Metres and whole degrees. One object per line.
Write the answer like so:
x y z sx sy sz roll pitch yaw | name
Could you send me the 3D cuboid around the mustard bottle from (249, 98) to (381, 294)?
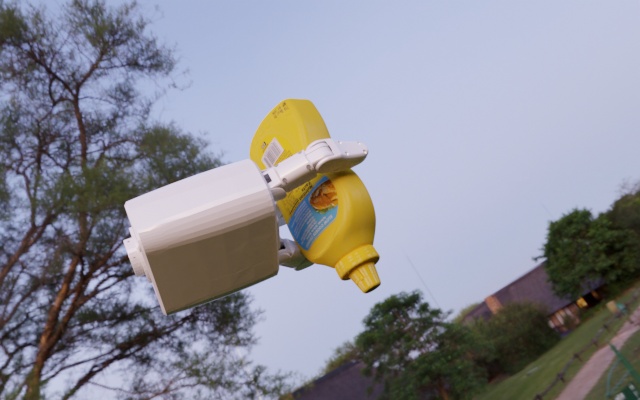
0.000 0.001 0.452 0.058 0.191 0.096 -7 -33 -42 | mustard bottle
